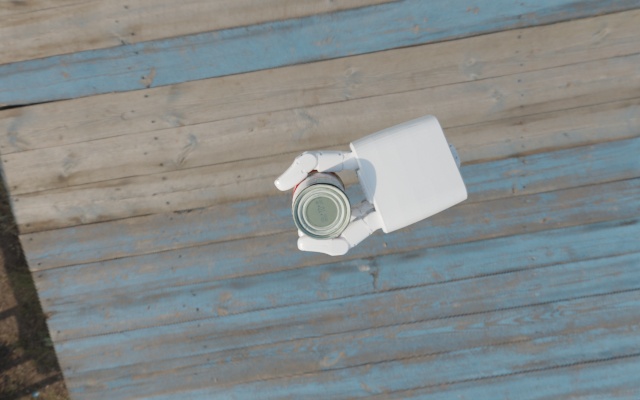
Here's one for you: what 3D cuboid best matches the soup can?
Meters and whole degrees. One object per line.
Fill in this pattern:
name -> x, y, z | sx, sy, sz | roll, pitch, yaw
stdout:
soup can -> 0.000, 0.002, 0.573 | 0.068, 0.068, 0.102 | 0, 13, -2
